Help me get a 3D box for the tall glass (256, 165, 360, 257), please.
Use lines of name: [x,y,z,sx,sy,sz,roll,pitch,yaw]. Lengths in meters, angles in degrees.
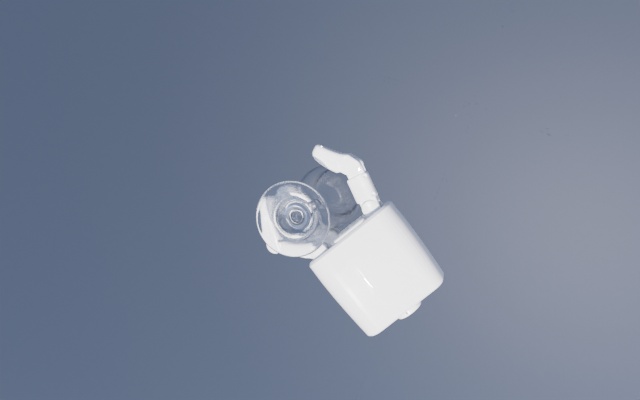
tall glass: [0.000,0.002,0.544,0.079,0.079,0.201,0,10,16]
